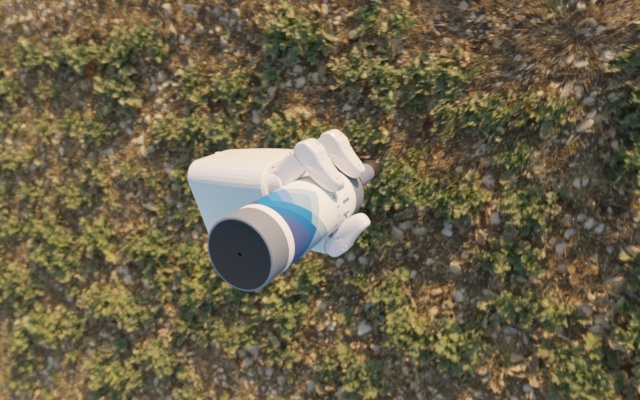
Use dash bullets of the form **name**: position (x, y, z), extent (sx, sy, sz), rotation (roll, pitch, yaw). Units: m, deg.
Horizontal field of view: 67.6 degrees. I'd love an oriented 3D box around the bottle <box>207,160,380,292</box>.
- **bottle**: position (0.000, 0.002, 0.513), extent (0.069, 0.069, 0.295), rotation (0, 17, 28)
